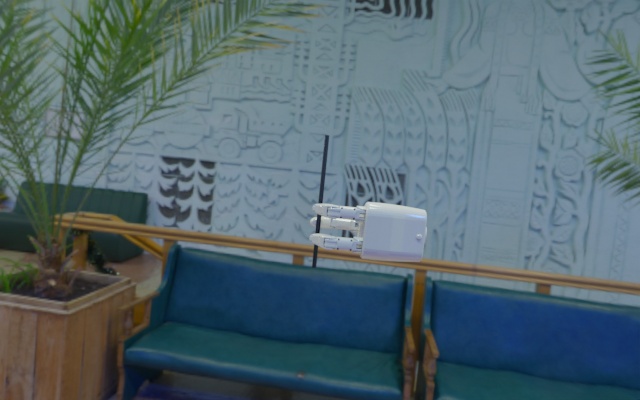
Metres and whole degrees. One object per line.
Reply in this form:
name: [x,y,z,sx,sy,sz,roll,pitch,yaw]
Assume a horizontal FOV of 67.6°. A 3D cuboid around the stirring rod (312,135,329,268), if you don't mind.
stirring rod: [0.000,0.003,0.862,0.011,0.239,0.011,6,4,0]
